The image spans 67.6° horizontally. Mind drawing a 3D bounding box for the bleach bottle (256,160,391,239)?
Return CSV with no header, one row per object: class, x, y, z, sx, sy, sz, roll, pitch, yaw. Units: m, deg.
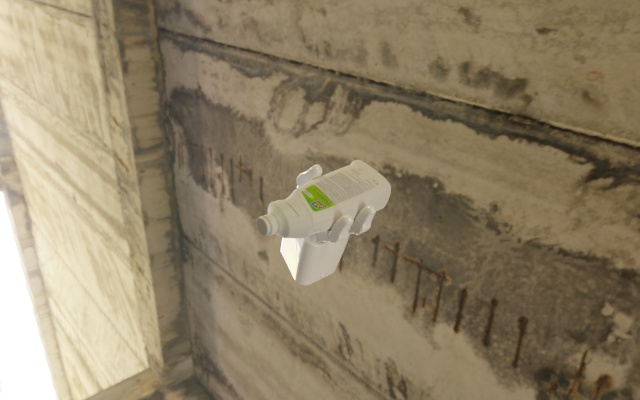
bleach bottle,0.000,0.003,0.788,0.251,0.068,0.102,-19,46,-39
